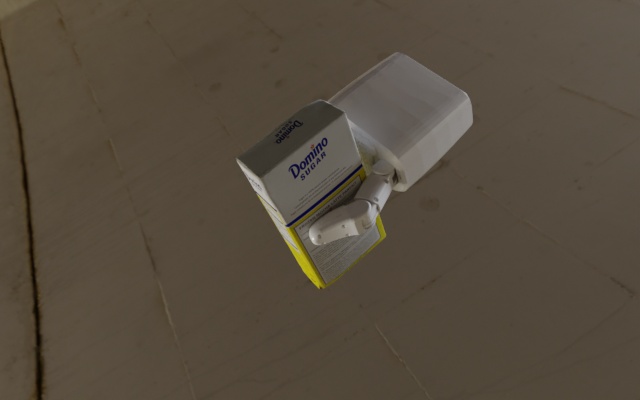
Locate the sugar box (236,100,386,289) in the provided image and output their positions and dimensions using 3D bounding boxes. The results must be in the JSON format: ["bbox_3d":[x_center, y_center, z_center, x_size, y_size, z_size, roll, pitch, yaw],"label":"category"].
[{"bbox_3d":[0.000,0.001,0.449,0.093,0.176,0.048,-39,46,-14],"label":"sugar box"}]
